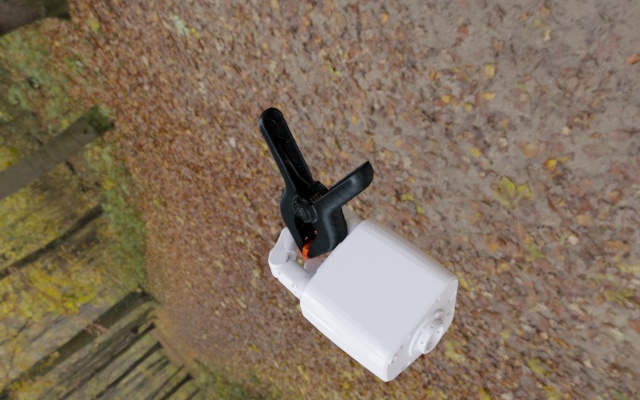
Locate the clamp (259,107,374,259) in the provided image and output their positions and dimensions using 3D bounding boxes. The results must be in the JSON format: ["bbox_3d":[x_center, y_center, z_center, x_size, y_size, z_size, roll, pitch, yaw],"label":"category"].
[{"bbox_3d":[0.000,0.002,0.453,0.039,0.172,0.120,-38,51,-25],"label":"clamp"}]
